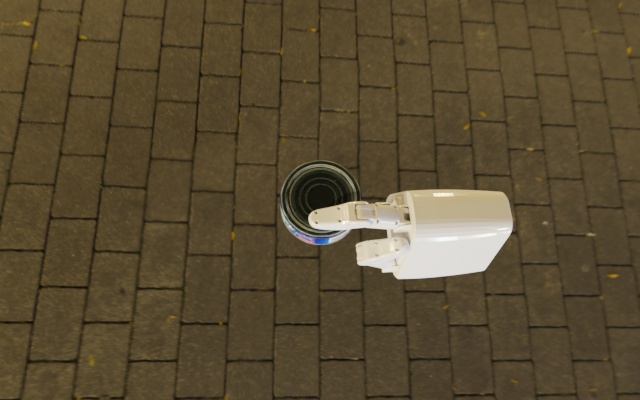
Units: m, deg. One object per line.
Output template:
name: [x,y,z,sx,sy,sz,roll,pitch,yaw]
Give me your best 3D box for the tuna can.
tuna can: [0.000,0.001,0.501,0.086,0.086,0.034,0,-16,-2]
